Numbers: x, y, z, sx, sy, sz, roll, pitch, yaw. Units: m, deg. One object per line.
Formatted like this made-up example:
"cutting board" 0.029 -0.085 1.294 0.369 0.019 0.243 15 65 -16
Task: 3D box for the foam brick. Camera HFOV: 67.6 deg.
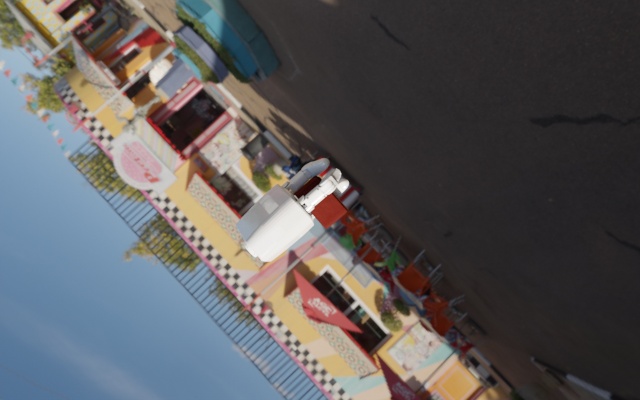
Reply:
"foam brick" 0.000 0.003 0.821 0.051 0.078 0.053 -42 11 -3
